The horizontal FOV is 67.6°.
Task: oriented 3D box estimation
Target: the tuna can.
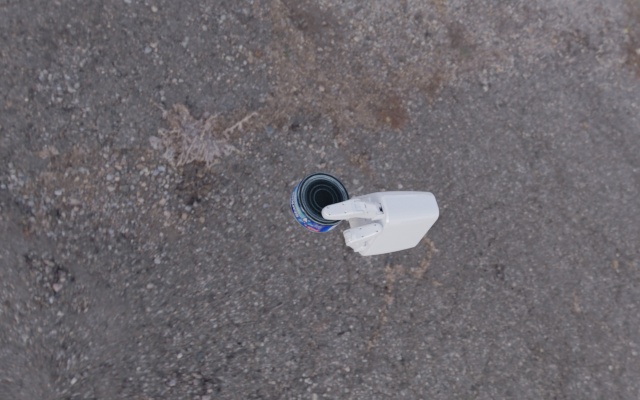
[{"bbox_3d":[0.000,0.002,0.707,0.086,0.086,0.034,0,-20,-24],"label":"tuna can"}]
